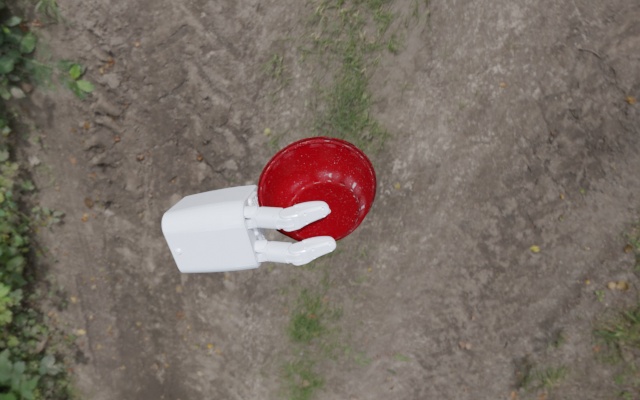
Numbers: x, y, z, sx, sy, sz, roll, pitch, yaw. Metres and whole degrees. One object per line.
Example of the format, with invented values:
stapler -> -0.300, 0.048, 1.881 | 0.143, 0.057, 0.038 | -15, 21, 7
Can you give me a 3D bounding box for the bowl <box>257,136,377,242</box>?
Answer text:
bowl -> 0.001, 0.002, 0.615 | 0.162, 0.162, 0.055 | 0, 32, -10
